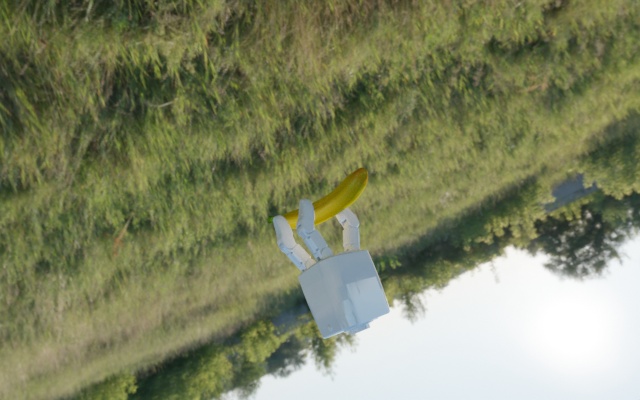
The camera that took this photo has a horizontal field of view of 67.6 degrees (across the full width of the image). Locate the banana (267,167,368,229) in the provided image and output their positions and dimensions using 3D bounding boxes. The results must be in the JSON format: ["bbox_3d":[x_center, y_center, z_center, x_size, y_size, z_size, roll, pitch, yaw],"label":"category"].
[{"bbox_3d":[0.008,0.006,0.763,0.198,0.037,0.069,-29,-21,29],"label":"banana"}]
